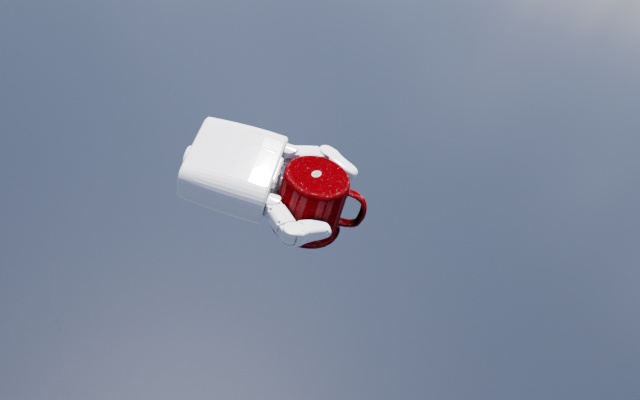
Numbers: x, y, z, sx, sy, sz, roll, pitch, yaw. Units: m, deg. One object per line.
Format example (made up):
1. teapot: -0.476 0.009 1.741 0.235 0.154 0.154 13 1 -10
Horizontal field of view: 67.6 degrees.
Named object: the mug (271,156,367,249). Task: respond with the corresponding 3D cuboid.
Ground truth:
1. mug: 0.002 0.002 0.591 0.117 0.082 0.093 15 40 -2
